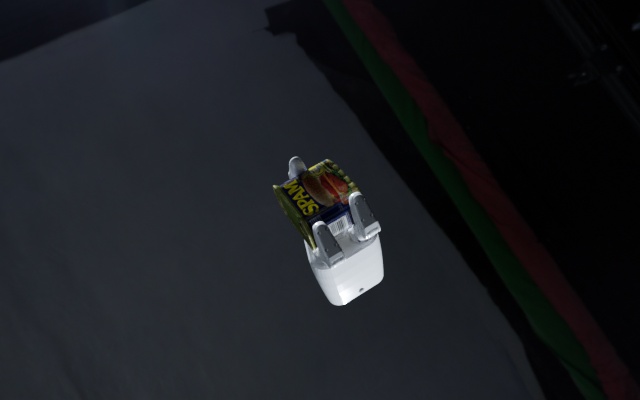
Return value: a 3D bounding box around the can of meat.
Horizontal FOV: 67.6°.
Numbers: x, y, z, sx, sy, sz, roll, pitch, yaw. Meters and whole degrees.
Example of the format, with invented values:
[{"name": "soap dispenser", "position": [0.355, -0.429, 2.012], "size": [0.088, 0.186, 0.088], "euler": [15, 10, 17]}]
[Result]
[{"name": "can of meat", "position": [0.000, 0.002, 0.609], "size": [0.084, 0.057, 0.102], "euler": [-30, 46, -11]}]
